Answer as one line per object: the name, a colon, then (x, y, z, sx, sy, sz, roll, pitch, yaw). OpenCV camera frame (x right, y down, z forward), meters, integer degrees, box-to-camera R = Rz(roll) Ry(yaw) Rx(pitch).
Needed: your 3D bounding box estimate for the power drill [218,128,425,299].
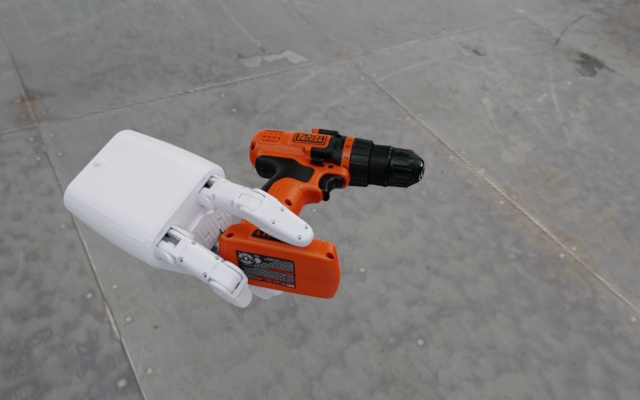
power drill: (0.000, 0.002, 0.452, 0.184, 0.057, 0.187, 7, 41, 12)
